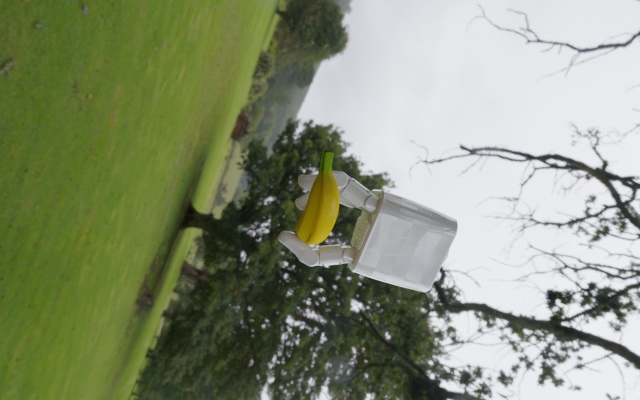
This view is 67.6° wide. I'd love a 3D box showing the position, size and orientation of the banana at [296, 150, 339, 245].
[{"bbox_3d":[-0.004,0.017,0.559,0.037,0.069,0.198,16,-24,-4],"label":"banana"}]
